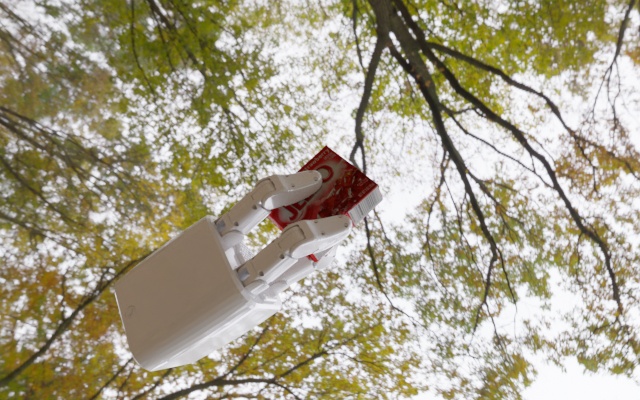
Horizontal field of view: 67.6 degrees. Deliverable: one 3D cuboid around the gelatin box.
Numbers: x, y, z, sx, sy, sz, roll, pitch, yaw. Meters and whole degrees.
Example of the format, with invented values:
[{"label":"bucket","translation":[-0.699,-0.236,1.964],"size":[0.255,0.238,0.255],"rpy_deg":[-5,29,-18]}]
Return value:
[{"label":"gelatin box","translation":[0.000,0.001,0.439],"size":[0.073,0.089,0.030],"rpy_deg":[41,-12,34]}]
